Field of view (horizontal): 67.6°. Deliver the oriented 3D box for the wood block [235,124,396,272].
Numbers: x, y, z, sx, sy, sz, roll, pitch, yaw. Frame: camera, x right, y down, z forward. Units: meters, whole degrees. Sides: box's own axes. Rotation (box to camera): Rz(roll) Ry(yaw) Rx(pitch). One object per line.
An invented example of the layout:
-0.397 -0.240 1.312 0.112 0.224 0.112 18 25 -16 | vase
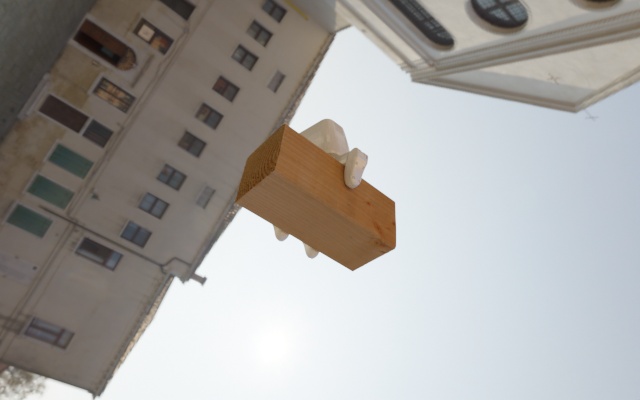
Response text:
0.000 0.002 0.653 0.206 0.090 0.091 33 -48 -26 | wood block
